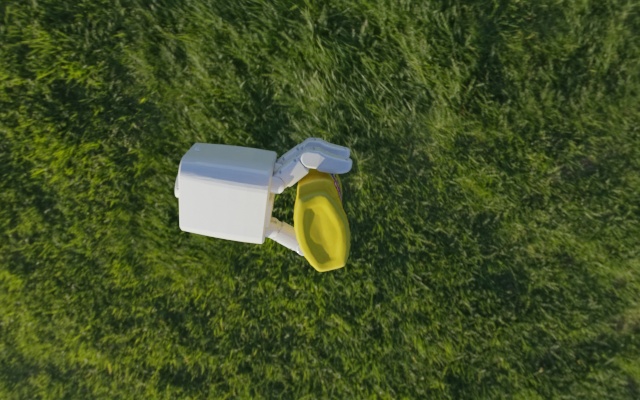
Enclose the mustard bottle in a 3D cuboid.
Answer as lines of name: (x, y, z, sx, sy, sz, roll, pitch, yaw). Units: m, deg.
mustard bottle: (0.000, 0.002, 0.593, 0.058, 0.096, 0.191, -15, 21, 4)
